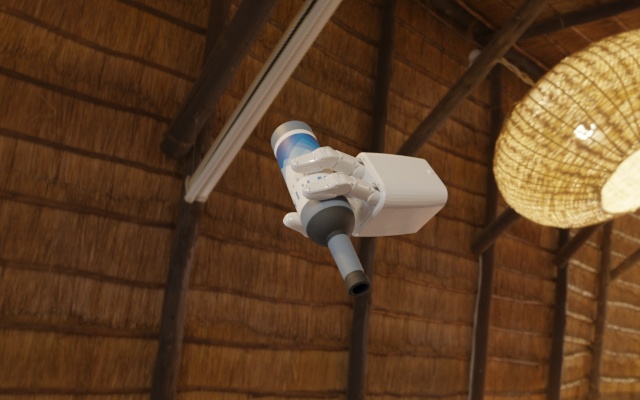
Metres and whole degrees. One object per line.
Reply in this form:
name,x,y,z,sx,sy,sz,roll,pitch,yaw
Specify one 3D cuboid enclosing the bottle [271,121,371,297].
bottle,0.000,0.002,0.632,0.069,0.069,0.295,0,41,-23
